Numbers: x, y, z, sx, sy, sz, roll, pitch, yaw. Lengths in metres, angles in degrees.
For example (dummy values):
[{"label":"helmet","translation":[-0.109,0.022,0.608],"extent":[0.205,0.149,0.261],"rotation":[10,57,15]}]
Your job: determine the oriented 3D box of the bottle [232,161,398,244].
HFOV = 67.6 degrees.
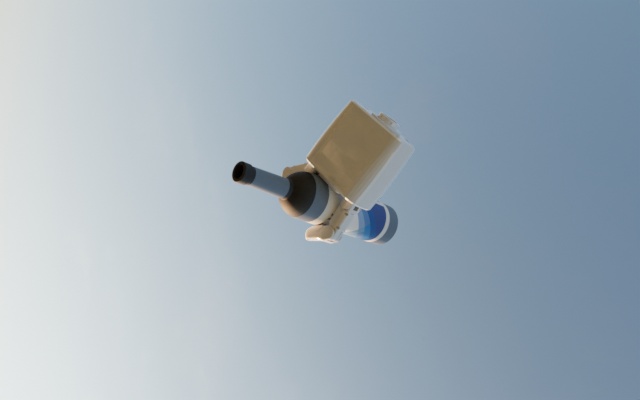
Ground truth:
[{"label":"bottle","translation":[0.000,0.002,0.681],"extent":[0.069,0.069,0.296],"rotation":[0,-15,44]}]
